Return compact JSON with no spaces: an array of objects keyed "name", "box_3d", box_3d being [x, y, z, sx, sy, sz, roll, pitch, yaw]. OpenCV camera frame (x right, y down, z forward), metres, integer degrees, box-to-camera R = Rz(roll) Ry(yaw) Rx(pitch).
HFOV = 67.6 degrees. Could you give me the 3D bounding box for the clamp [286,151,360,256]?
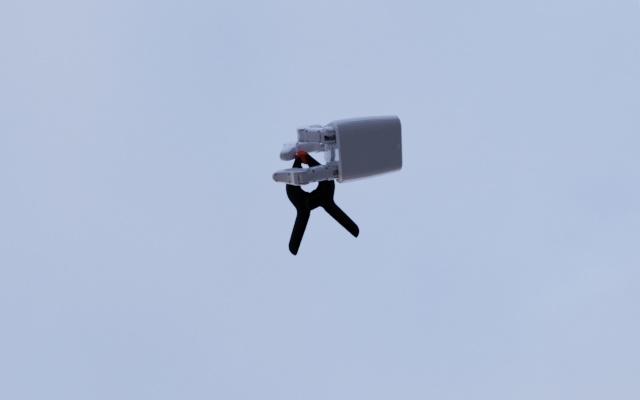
[{"name":"clamp","box_3d":[0.000,0.002,0.772,0.120,0.171,0.039,-10,21,-13]}]
